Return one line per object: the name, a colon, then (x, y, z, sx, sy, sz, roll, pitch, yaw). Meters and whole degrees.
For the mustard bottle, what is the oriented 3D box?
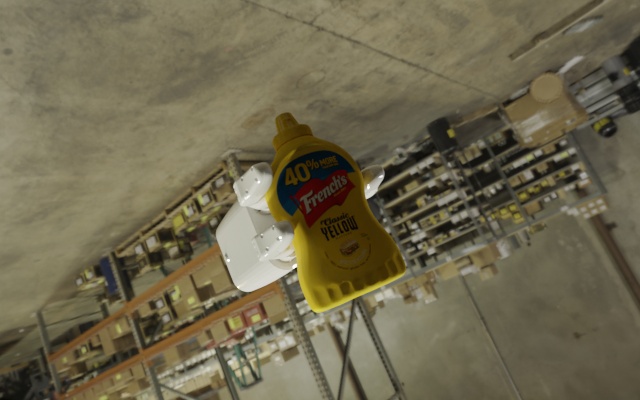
mustard bottle: (0.000, 0.002, 0.459, 0.096, 0.191, 0.058, -21, -13, -14)
